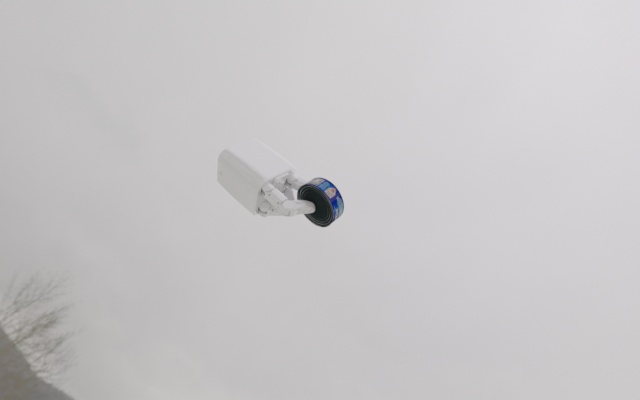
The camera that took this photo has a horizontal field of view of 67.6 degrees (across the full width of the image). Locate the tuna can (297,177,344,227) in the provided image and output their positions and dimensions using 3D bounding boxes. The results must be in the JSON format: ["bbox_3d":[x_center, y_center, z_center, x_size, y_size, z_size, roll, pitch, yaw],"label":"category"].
[{"bbox_3d":[0.001,0.003,0.848,0.086,0.086,0.033,0,27,48],"label":"tuna can"}]
